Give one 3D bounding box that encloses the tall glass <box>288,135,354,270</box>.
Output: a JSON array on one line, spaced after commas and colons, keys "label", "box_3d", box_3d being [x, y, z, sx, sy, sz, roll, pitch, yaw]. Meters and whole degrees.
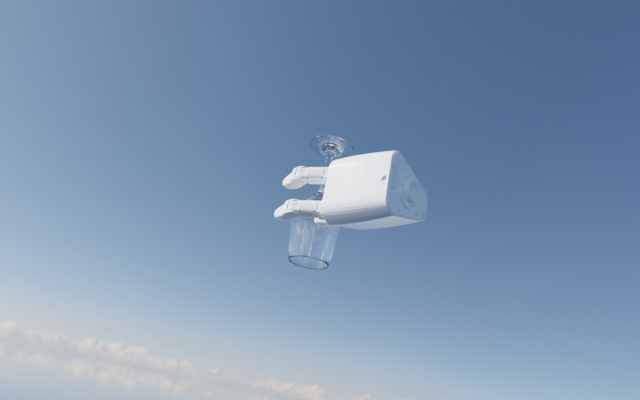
[{"label": "tall glass", "box_3d": [0.000, 0.002, 0.744, 0.079, 0.201, 0.079, 10, -23, 4]}]
